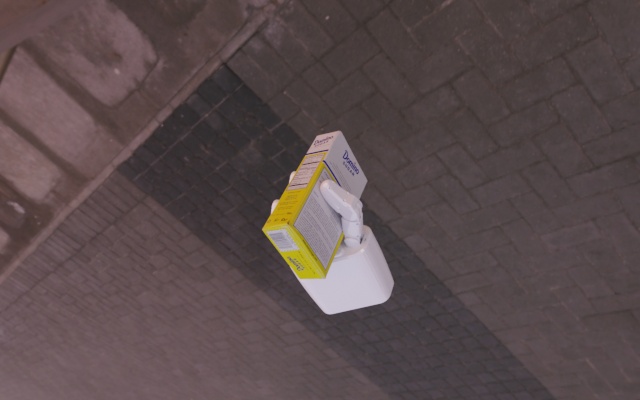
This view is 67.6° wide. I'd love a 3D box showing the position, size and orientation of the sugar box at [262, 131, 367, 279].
[{"bbox_3d":[0.000,0.002,0.603,0.048,0.093,0.176,-9,38,32],"label":"sugar box"}]
